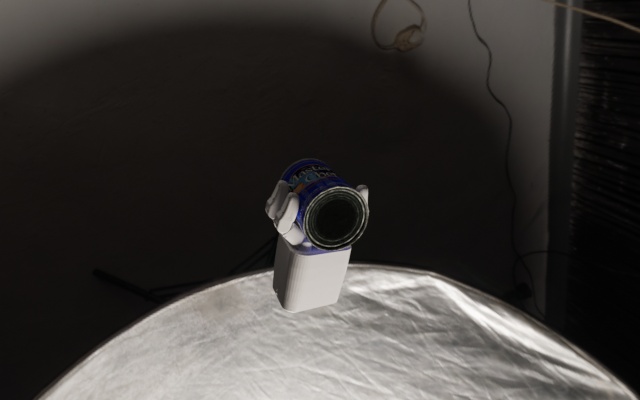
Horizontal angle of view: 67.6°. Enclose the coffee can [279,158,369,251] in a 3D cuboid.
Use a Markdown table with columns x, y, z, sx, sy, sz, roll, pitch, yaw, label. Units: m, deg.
| x | y | z | sx | sy | sz | roll | pitch | yaw | label |
| --- | --- | --- | --- | --- | --- | --- | --- | --- | --- |
| 0.000 | 0.002 | 0.750 | 0.103 | 0.103 | 0.140 | 0 | 21 | -21 | coffee can |
